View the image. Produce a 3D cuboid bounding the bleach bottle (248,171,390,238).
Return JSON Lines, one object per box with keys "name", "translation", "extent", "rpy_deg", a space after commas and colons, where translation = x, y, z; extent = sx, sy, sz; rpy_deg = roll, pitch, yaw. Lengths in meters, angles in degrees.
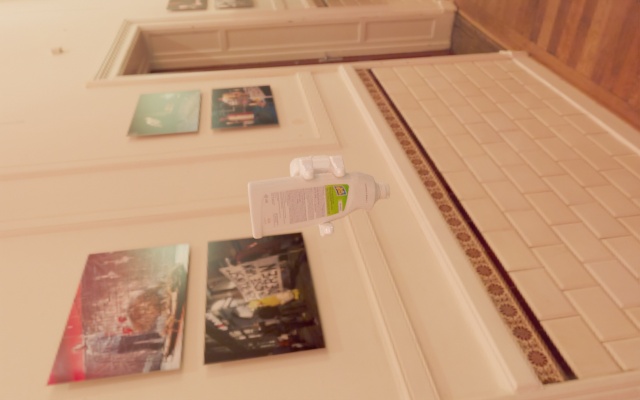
{"name": "bleach bottle", "translation": [0.000, 0.003, 0.857], "extent": [0.251, 0.103, 0.068], "rpy_deg": [-6, 19, -7]}
